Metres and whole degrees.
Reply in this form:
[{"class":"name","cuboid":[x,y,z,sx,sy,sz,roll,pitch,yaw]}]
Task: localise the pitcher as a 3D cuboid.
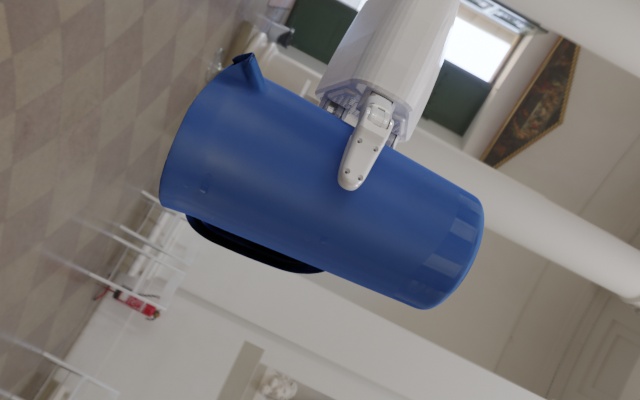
[{"class":"pitcher","cuboid":[0.000,0.001,0.405,0.243,0.145,0.149,26,-7,-4]}]
